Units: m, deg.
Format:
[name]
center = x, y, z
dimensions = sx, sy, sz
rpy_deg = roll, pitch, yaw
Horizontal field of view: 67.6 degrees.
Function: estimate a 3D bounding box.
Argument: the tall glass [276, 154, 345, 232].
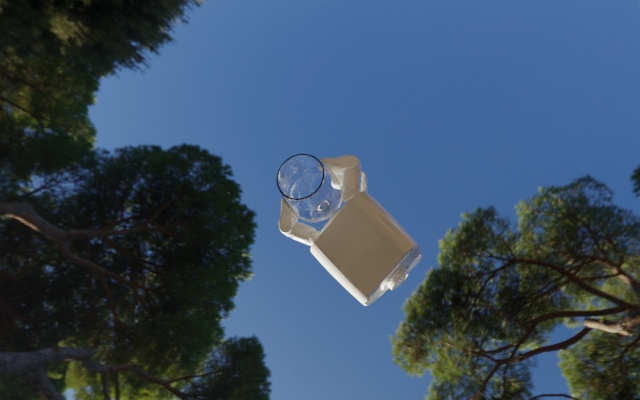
[tall glass]
center = 0.000, 0.002, 0.676
dimensions = 0.079, 0.079, 0.201
rpy_deg = 0, -19, 16
